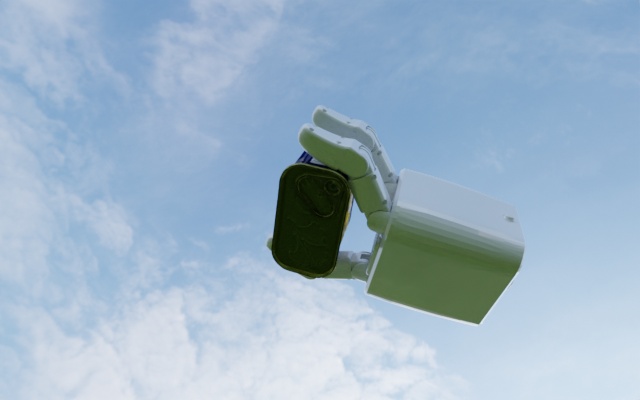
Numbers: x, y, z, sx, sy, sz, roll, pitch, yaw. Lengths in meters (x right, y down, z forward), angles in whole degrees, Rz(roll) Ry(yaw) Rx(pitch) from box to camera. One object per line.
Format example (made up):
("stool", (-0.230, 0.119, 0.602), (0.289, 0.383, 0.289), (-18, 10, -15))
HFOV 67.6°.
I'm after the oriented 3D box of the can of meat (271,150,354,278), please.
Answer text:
("can of meat", (0.000, 0.001, 0.420), (0.057, 0.102, 0.084), (14, 29, 8))
